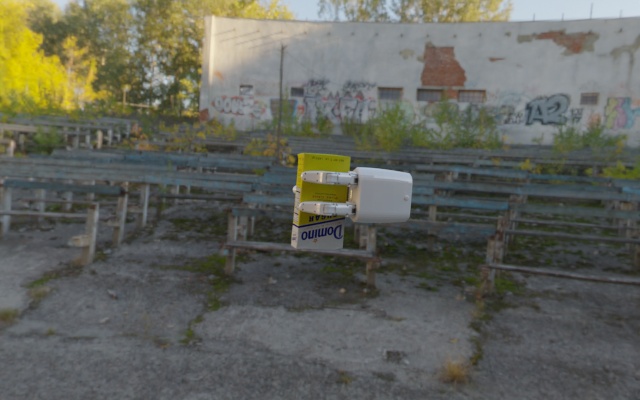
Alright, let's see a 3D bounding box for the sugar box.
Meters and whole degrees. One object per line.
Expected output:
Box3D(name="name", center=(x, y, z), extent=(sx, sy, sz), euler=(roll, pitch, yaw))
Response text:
Box3D(name="sugar box", center=(0.000, 0.003, 0.885), extent=(0.093, 0.176, 0.048), euler=(2, 3, -19))
